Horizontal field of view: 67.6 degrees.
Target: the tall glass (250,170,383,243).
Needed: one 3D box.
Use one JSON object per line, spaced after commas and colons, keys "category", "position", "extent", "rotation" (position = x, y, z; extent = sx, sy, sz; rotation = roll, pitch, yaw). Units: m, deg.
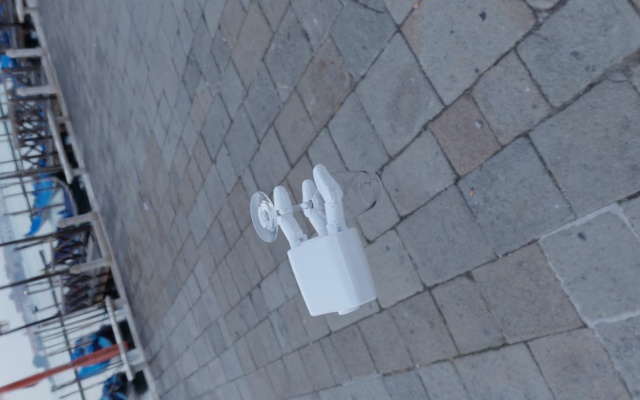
{"category": "tall glass", "position": [0.000, 0.002, 0.723], "extent": [0.201, 0.079, 0.079], "rotation": [-15, 8, -33]}
